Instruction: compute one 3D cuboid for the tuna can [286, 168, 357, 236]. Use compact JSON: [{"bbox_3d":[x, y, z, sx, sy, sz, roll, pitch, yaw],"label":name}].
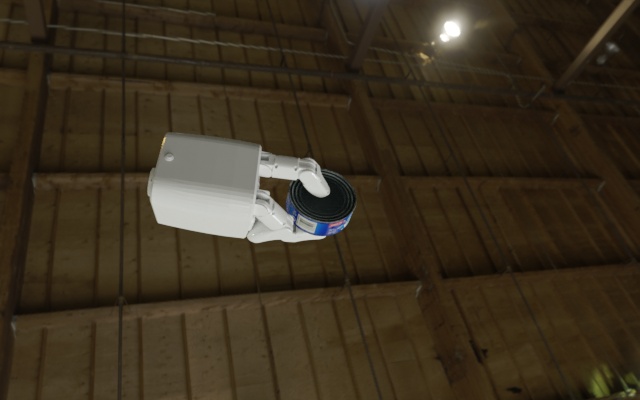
[{"bbox_3d":[0.000,0.002,0.600,0.086,0.086,0.034,0,-38,-14],"label":"tuna can"}]
